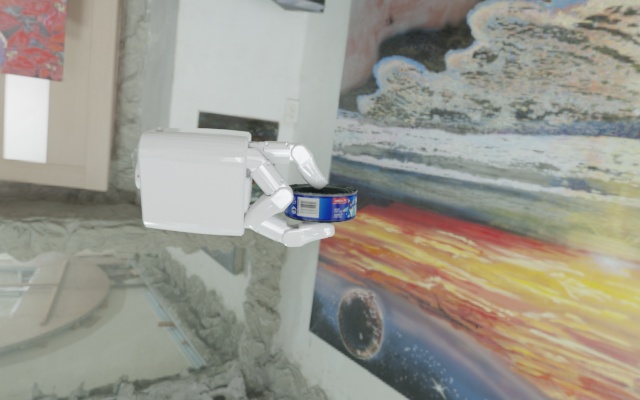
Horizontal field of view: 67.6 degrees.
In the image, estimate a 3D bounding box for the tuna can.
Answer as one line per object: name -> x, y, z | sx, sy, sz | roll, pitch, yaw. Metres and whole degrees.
tuna can -> 0.000, 0.002, 0.561 | 0.086, 0.034, 0.086 | 2, 9, 0
